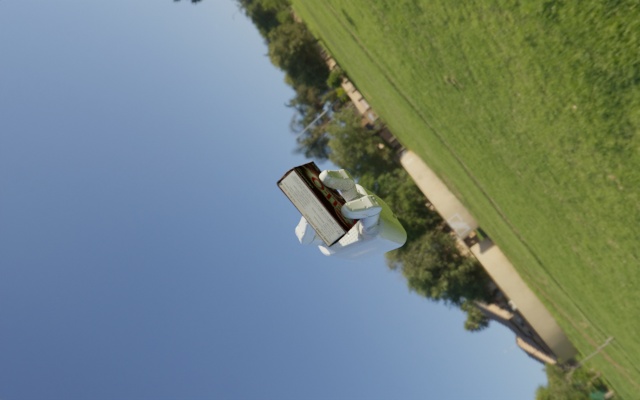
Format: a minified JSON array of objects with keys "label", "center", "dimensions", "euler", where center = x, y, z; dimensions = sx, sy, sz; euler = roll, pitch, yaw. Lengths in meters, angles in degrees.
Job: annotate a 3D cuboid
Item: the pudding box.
[{"label":"pudding box","center":[0.000,0.002,0.654],"dimensions":[0.039,0.113,0.090],"euler":[-42,-3,17]}]
